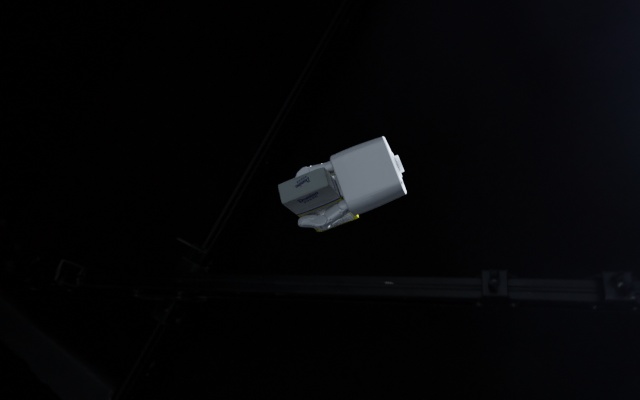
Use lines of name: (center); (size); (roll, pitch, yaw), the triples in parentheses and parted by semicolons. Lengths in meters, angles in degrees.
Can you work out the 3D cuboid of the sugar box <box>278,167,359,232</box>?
sugar box: (0.000, 0.002, 0.897); (0.093, 0.048, 0.176); (-21, -29, 13)
